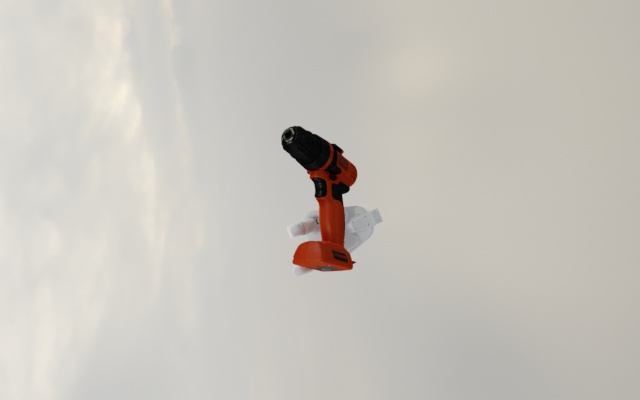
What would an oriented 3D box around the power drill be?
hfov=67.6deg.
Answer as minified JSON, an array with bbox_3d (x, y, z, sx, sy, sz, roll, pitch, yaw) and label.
[{"bbox_3d":[0.000,0.003,0.685,0.057,0.187,0.184,-7,-18,30],"label":"power drill"}]
